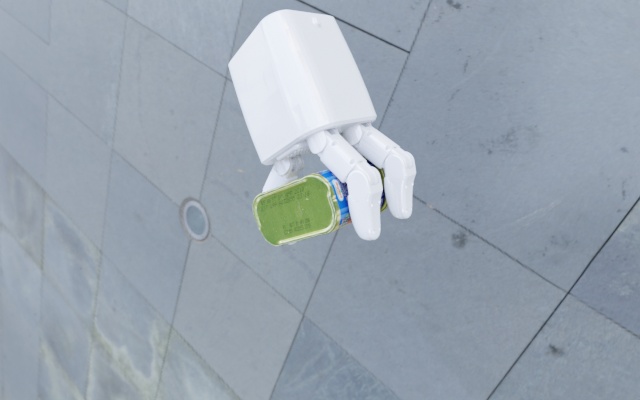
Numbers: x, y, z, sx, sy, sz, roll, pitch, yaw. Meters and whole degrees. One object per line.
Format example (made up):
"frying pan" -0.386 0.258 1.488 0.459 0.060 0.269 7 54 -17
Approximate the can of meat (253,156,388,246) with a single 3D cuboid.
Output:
"can of meat" 0.000 0.002 0.444 0.102 0.057 0.084 -19 0 41
